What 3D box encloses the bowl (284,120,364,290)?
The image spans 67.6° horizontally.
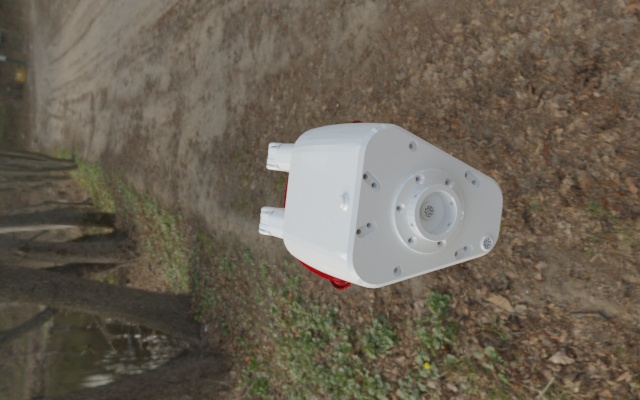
[{"bbox_3d":[-0.001,0.002,0.453,0.055,0.162,0.162,6,-2,-14],"label":"bowl"}]
